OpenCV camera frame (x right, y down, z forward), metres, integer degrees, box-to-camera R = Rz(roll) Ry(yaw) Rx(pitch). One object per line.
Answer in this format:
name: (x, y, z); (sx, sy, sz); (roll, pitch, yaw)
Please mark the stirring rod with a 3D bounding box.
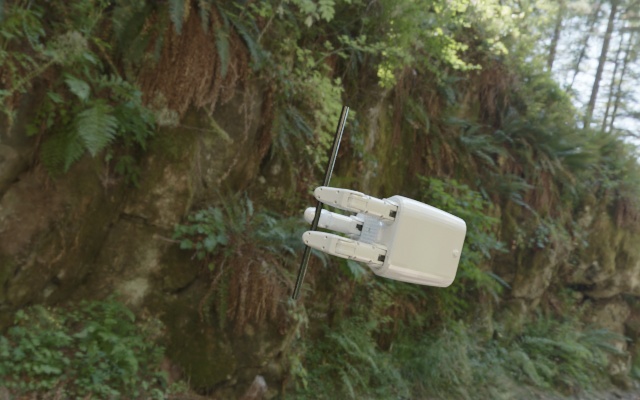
stirring rod: (0.000, 0.002, 0.577); (0.011, 0.239, 0.011); (15, -3, 1)
